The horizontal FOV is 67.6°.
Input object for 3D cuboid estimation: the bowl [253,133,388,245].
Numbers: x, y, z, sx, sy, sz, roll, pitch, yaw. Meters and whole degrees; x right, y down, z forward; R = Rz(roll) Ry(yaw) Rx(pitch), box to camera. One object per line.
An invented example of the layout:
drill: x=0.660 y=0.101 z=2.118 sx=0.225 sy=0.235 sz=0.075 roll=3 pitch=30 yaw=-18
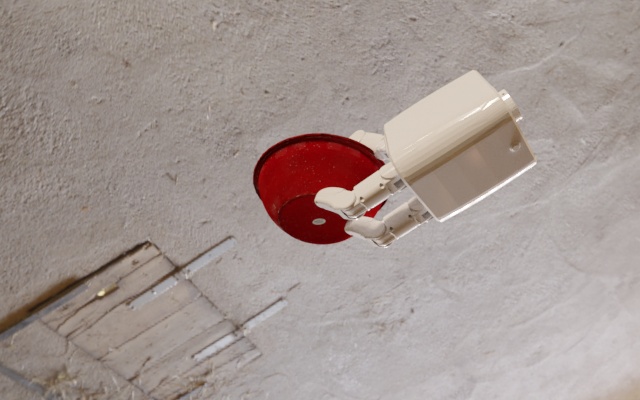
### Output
bowl: x=-0.001 y=0.003 z=0.541 sx=0.162 sy=0.055 sz=0.162 roll=3 pitch=-40 yaw=2
